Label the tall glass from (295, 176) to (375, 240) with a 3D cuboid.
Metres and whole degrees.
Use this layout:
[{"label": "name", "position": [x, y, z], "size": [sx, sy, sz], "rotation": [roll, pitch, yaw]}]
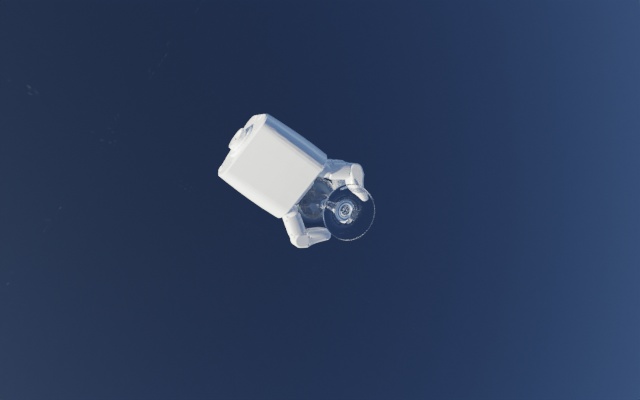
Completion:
[{"label": "tall glass", "position": [0.000, 0.003, 0.709], "size": [0.079, 0.079, 0.201], "rotation": [0, 7, -22]}]
